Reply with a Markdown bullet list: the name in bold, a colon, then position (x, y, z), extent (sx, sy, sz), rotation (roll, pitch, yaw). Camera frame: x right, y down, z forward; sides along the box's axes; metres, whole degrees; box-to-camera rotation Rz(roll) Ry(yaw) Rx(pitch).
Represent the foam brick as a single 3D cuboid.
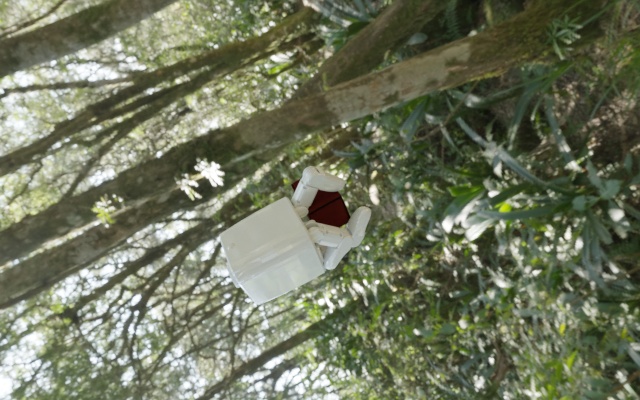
- **foam brick**: position (0.000, 0.002, 0.679), extent (0.051, 0.053, 0.078), rotation (-29, 41, -4)
